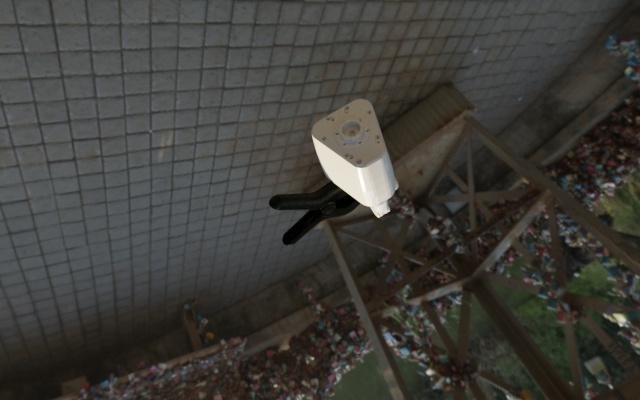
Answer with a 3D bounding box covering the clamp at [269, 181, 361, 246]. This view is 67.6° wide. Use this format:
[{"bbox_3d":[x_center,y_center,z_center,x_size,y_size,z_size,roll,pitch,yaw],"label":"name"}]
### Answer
[{"bbox_3d":[0.001,0.003,0.751,0.171,0.039,0.120,-30,-30,-3],"label":"clamp"}]
